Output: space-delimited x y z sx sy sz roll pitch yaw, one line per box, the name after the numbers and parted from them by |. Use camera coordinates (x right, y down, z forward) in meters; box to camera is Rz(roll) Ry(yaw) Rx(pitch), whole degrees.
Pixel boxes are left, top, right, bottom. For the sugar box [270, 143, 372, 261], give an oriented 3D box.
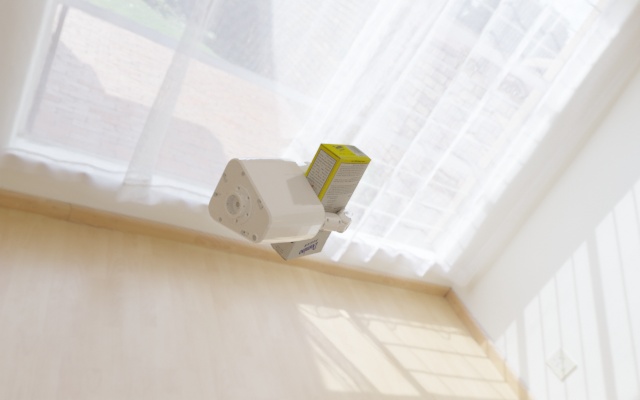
0.000 0.002 0.701 0.048 0.176 0.093 42 25 26 | sugar box
